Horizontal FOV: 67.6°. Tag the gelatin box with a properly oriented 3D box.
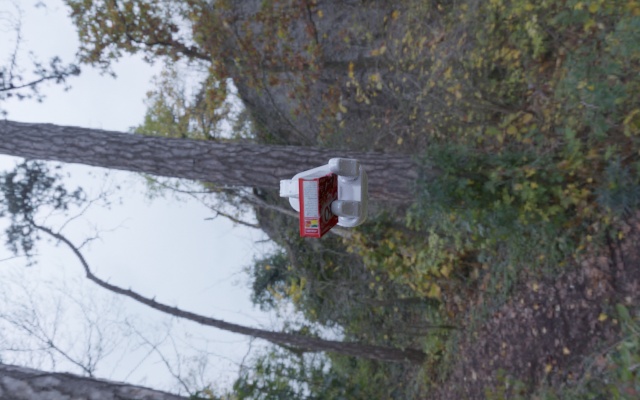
[{"bbox_3d":[0.000,0.002,0.610,0.030,0.073,0.089,2,10,17],"label":"gelatin box"}]
